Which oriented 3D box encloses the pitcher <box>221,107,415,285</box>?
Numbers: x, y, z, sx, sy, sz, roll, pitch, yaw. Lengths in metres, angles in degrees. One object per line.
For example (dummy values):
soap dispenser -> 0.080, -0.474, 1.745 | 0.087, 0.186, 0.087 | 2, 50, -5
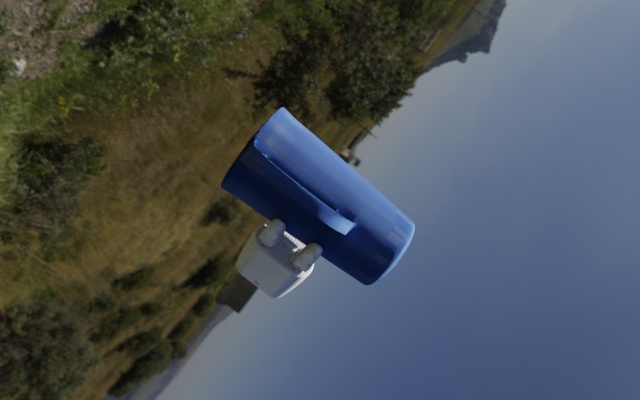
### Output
pitcher -> 0.000, 0.002, 0.622 | 0.243, 0.149, 0.145 | 38, -41, -3
